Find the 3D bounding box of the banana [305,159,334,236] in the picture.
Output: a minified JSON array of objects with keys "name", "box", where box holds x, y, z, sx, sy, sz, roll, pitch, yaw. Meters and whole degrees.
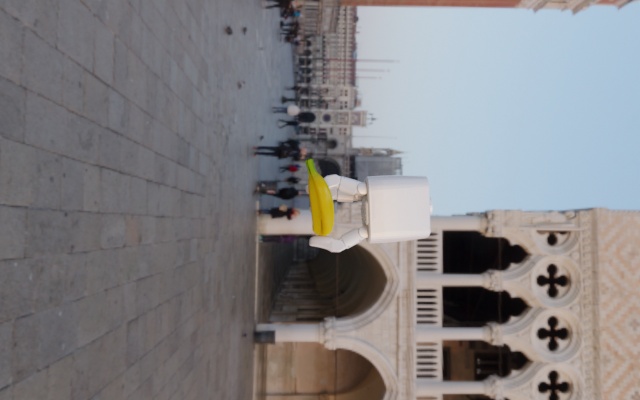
[{"name":"banana","box":[0.002,0.016,0.781,0.037,0.069,0.198,-7,-34,-2]}]
